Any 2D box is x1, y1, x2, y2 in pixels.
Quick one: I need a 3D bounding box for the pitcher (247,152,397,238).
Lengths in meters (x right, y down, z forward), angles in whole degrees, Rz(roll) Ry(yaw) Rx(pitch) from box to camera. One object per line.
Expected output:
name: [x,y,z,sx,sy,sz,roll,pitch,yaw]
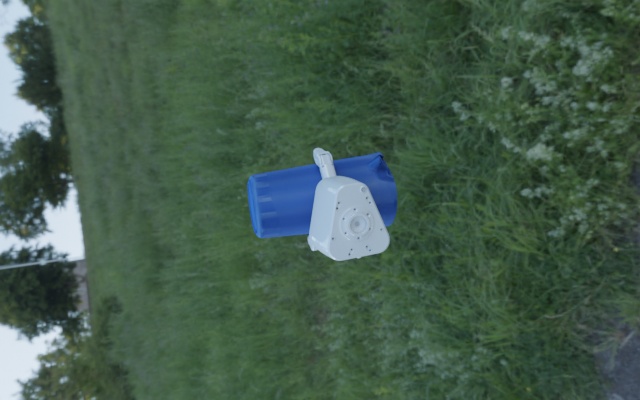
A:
pitcher: [0.000,0.003,0.837,0.243,0.149,0.145,-8,8,-13]
